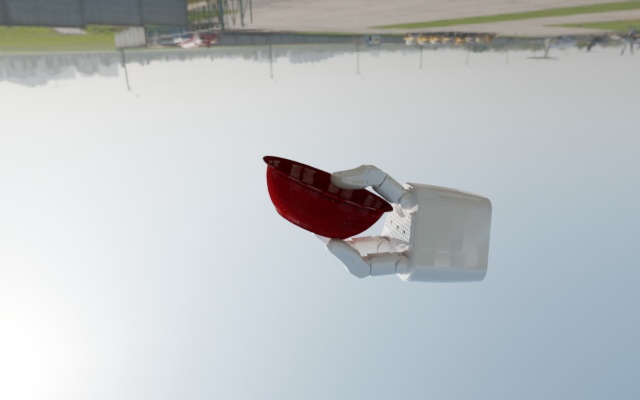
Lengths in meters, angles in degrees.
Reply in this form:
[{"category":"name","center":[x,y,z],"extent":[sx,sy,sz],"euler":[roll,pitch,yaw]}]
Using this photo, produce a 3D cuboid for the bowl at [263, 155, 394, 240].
[{"category":"bowl","center":[-0.001,0.002,0.556],"extent":[0.162,0.055,0.162],"euler":[22,10,-4]}]
